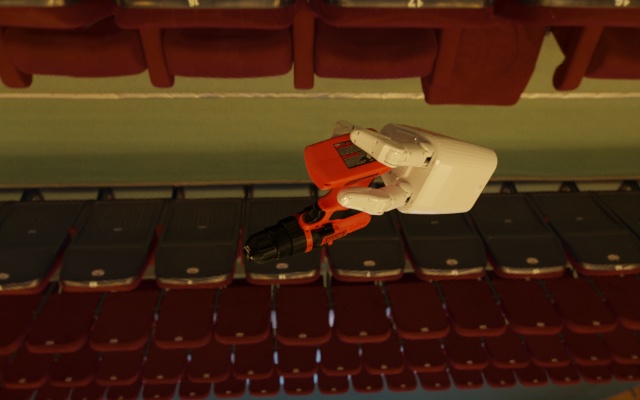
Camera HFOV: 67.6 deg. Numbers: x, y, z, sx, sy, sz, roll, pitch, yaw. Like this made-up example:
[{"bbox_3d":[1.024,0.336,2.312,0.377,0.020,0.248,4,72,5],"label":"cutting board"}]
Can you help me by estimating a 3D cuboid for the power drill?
[{"bbox_3d":[0.000,0.002,0.577,0.184,0.057,0.188,-21,-23,-26],"label":"power drill"}]
